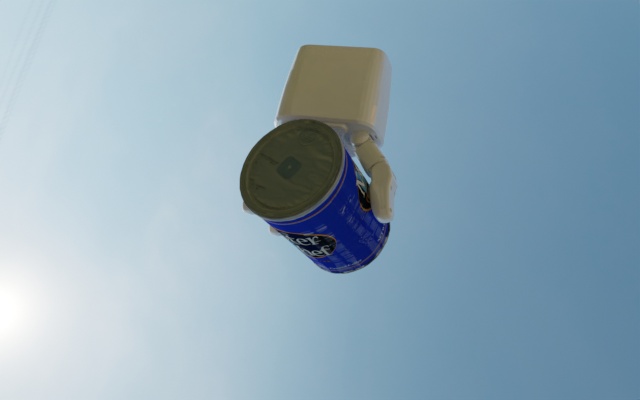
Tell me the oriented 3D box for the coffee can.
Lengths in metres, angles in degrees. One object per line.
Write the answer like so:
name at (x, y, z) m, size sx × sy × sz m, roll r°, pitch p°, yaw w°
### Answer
coffee can at (0.000, 0.002, 0.475) m, size 0.103 × 0.102 × 0.140 m, roll 0°, pitch -27°, yaw 27°
